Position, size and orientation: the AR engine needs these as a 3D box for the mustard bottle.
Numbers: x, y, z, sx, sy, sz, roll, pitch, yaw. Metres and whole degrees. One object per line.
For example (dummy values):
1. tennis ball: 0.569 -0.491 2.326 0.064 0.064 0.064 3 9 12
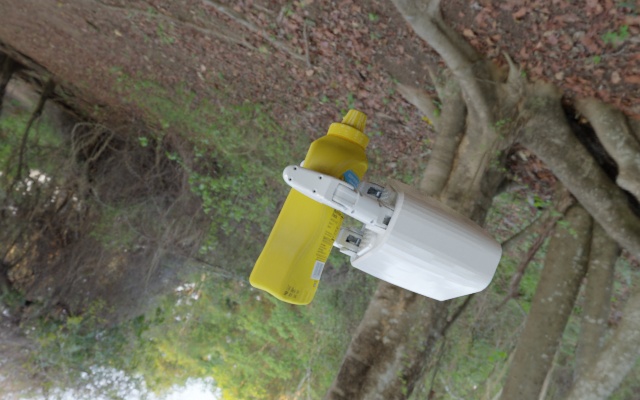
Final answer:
1. mustard bottle: 0.000 0.002 0.460 0.058 0.191 0.096 22 -6 18
